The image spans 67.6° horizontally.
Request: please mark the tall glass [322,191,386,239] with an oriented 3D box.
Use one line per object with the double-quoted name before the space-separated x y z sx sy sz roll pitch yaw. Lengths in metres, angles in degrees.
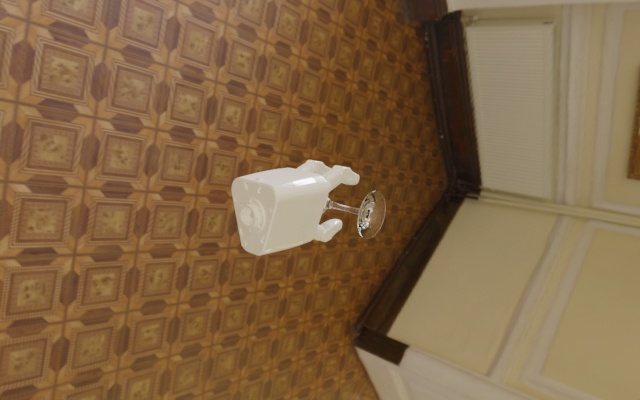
"tall glass" 0.001 0.003 0.772 0.201 0.079 0.079 14 9 37
